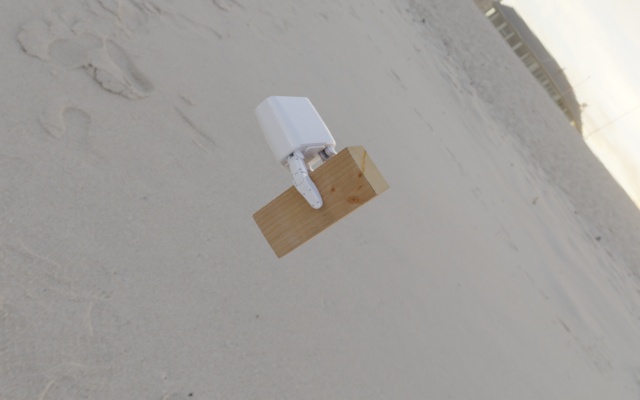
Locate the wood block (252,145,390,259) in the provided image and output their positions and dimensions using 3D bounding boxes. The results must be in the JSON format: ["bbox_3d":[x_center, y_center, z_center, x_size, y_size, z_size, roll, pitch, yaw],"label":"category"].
[{"bbox_3d":[0.000,0.002,0.807,0.206,0.090,0.091,-35,-6,23],"label":"wood block"}]
